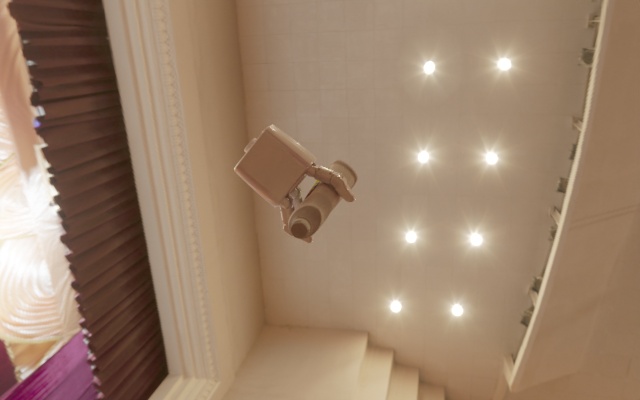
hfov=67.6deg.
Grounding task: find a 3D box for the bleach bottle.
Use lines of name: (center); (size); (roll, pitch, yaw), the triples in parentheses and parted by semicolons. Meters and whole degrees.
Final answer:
bleach bottle: (0.000, 0.003, 0.890); (0.068, 0.102, 0.250); (41, 24, -2)
